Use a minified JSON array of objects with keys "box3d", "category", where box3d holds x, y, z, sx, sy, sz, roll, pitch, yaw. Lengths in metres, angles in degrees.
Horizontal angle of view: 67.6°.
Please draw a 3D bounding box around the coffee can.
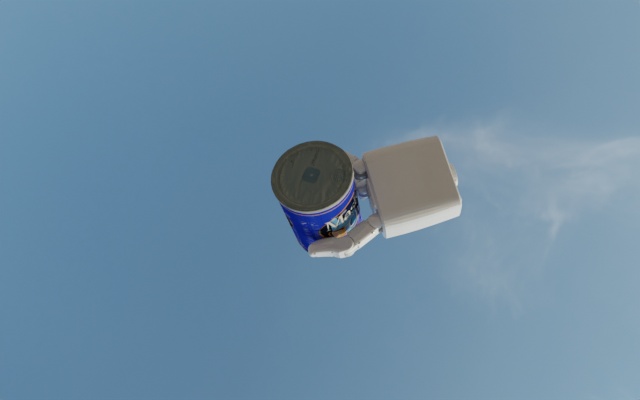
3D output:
[{"box3d":[0.000,0.002,0.642,0.103,0.102,0.140,0,-29,11],"category":"coffee can"}]
